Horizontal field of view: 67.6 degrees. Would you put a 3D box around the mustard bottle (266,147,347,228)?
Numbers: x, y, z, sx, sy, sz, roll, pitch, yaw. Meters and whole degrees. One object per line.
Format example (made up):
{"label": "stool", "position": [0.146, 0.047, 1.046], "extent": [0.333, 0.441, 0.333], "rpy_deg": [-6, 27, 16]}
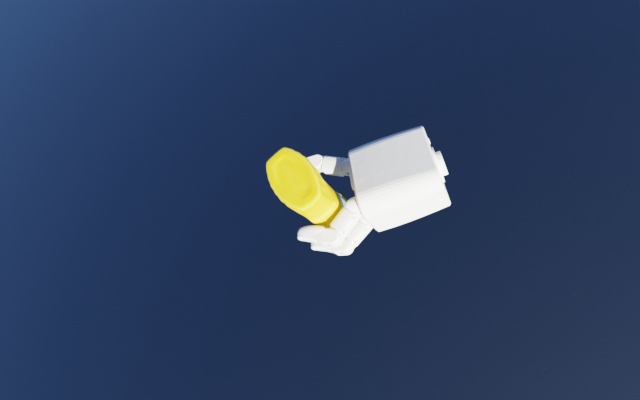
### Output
{"label": "mustard bottle", "position": [0.000, 0.002, 0.657], "extent": [0.058, 0.096, 0.192], "rpy_deg": [-42, -29, 4]}
